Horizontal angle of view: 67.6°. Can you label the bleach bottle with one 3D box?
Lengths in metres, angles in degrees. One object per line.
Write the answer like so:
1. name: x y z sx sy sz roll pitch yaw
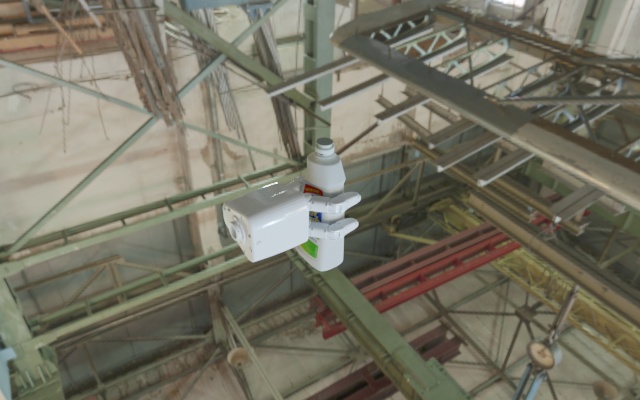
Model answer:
1. bleach bottle: 0.000 0.003 0.848 0.068 0.251 0.102 -21 41 -28
